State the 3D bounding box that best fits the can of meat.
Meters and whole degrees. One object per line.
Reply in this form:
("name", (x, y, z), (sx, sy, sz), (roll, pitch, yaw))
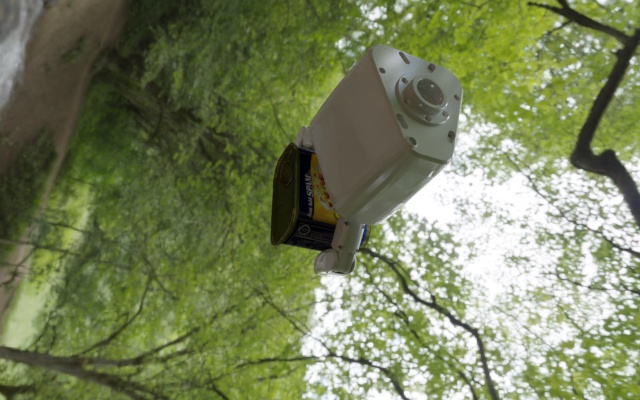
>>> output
("can of meat", (0.000, 0.002, 0.477), (0.084, 0.102, 0.057), (13, -35, -22))
